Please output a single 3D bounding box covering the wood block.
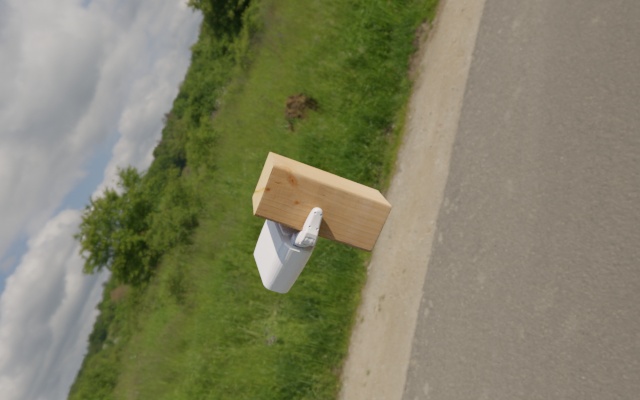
[{"bbox_3d":[0.000,0.003,0.797,0.206,0.090,0.090,19,16,-16],"label":"wood block"}]
